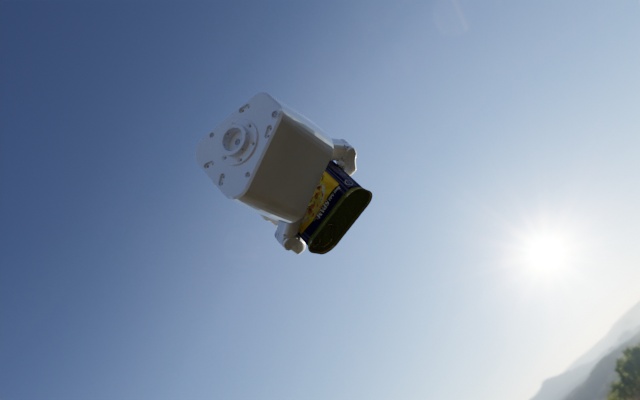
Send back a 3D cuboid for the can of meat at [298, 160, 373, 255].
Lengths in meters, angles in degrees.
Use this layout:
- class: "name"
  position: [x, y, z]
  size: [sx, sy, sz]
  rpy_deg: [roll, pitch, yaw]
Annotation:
- class: "can of meat"
  position: [0.000, 0.002, 0.601]
  size: [0.084, 0.102, 0.057]
  rpy_deg: [45, 15, 30]
